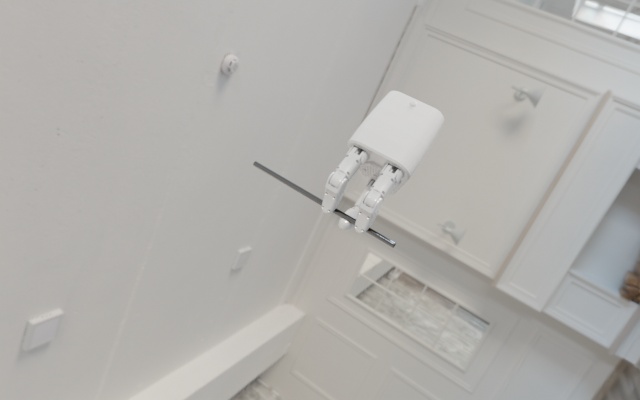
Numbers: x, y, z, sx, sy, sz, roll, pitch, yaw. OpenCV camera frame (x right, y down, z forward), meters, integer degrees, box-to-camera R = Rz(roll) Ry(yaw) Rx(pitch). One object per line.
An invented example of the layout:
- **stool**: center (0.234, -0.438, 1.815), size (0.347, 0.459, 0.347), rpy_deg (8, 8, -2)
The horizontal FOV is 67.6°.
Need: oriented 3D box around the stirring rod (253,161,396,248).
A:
- **stirring rod**: center (0.000, 0.002, 0.672), size (0.239, 0.011, 0.011), rpy_deg (30, 11, 19)
